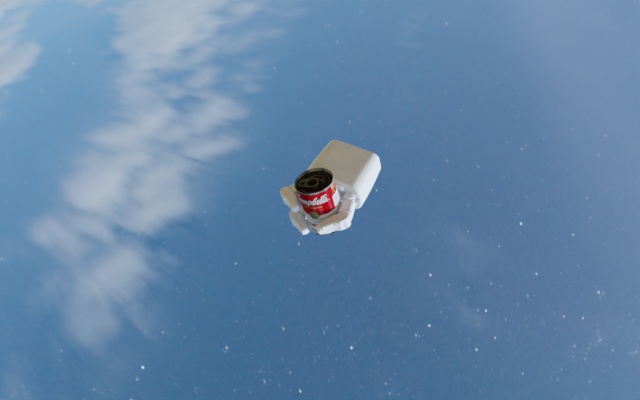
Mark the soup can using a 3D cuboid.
[{"bbox_3d":[0.000,0.003,0.835,0.068,0.102,0.068,-10,41,9],"label":"soup can"}]
